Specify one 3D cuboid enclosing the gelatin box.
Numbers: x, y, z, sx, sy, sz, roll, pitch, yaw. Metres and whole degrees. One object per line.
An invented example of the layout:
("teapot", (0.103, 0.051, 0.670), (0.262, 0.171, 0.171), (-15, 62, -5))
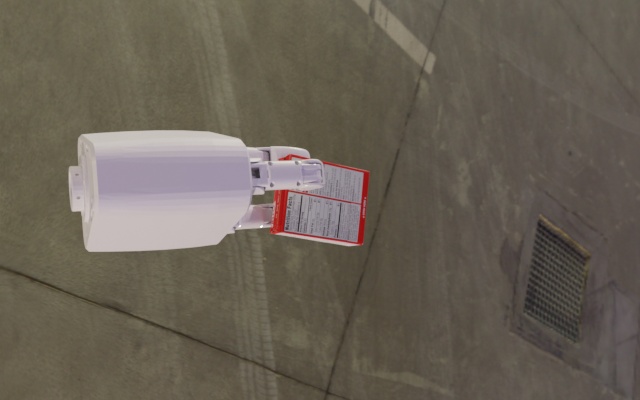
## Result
("gelatin box", (0.001, 0.001, 0.453), (0.089, 0.073, 0.030), (10, -11, -24))
